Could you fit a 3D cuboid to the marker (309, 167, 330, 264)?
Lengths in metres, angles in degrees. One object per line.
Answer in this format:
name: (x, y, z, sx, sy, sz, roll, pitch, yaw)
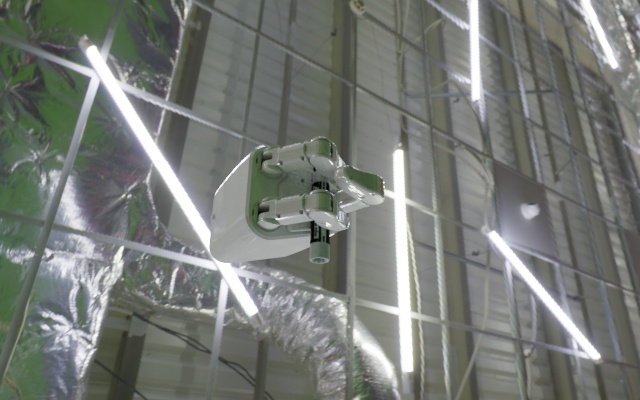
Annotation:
marker: (0.000, 0.002, 0.468, 0.020, 0.121, 0.020, 1, -26, 0)
